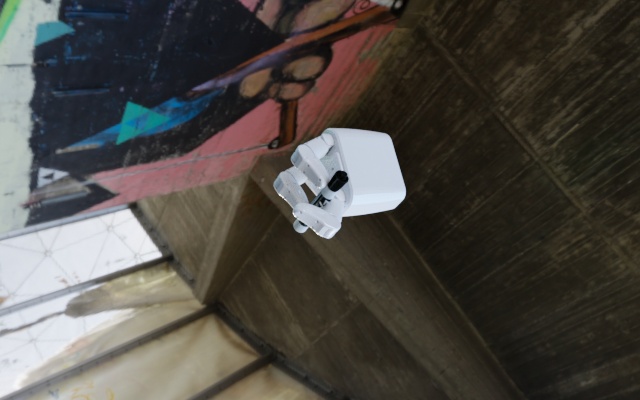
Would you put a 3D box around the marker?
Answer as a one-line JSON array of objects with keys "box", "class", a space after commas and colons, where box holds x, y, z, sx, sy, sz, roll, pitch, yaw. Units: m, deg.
[{"box": [0.000, 0.002, 0.606, 0.020, 0.020, 0.121, 0, -35, -35], "class": "marker"}]
